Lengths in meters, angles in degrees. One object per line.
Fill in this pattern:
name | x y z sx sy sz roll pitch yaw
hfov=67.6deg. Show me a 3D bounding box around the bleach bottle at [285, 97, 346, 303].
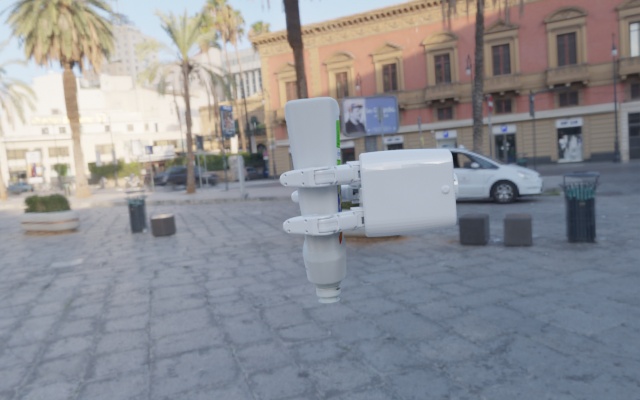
bleach bottle | 0.000 0.002 0.608 0.068 0.251 0.102 -5 4 4
